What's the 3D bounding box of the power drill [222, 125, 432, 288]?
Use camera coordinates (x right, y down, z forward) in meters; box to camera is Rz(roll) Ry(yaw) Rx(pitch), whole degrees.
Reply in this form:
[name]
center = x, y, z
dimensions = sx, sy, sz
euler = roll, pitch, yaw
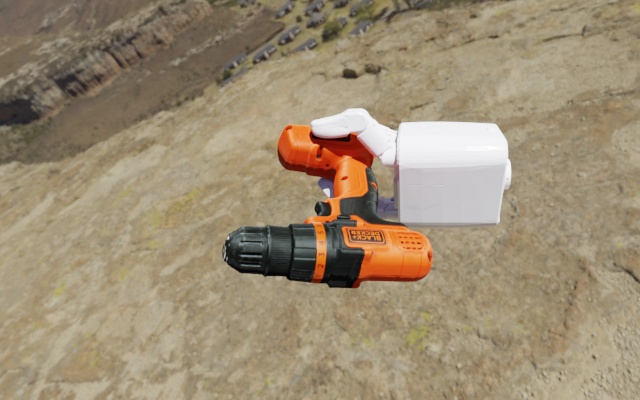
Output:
[power drill]
center = 0.000, 0.001, 0.466
dimensions = 0.184, 0.057, 0.187
euler = 5, 43, -14
